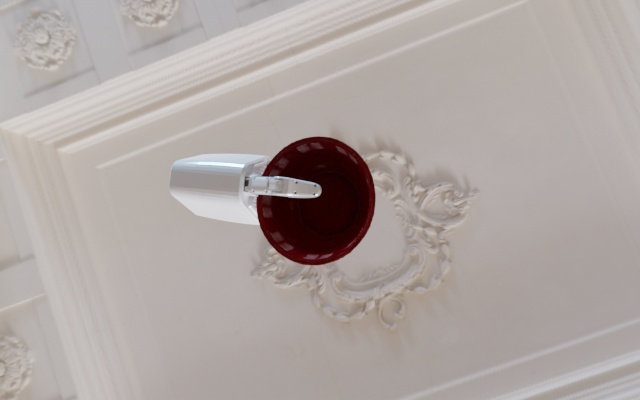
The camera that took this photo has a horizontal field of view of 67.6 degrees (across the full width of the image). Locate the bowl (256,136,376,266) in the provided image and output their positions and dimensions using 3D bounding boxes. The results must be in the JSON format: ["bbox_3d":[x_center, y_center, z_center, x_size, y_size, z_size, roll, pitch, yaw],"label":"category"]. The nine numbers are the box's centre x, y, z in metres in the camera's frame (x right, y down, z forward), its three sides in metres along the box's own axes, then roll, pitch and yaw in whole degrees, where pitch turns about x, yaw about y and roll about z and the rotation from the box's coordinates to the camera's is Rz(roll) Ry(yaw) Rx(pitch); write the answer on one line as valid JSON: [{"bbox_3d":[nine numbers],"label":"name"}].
[{"bbox_3d":[0.001,0.002,0.616,0.162,0.162,0.055,0,-6,23],"label":"bowl"}]
